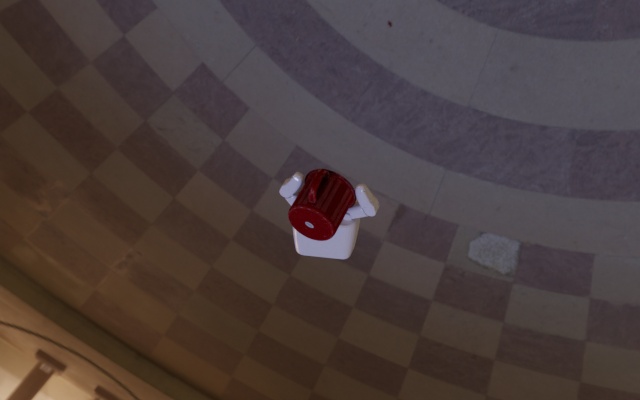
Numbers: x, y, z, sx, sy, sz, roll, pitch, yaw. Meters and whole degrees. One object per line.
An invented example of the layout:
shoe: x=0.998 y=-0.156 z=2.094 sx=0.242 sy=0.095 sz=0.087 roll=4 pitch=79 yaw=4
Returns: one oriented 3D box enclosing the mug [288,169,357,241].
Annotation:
mug: x=0.000 y=0.002 z=0.754 sx=0.093 sy=0.081 sz=0.117 roll=18 pitch=-38 yaw=15
